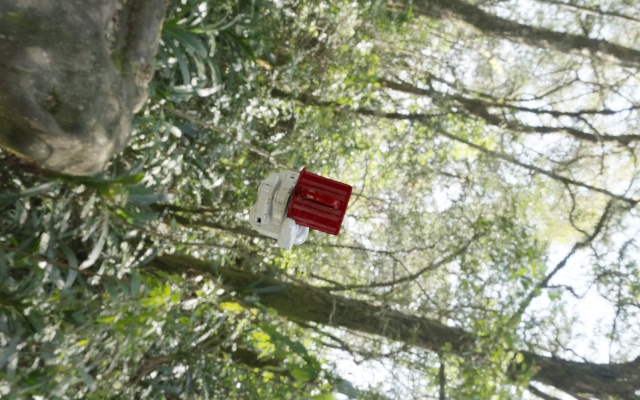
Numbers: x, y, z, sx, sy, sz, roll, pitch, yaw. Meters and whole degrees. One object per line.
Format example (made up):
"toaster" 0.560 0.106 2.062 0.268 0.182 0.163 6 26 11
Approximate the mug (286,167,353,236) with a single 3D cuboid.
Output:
"mug" 0.000 0.002 0.715 0.081 0.093 0.117 17 -10 3
